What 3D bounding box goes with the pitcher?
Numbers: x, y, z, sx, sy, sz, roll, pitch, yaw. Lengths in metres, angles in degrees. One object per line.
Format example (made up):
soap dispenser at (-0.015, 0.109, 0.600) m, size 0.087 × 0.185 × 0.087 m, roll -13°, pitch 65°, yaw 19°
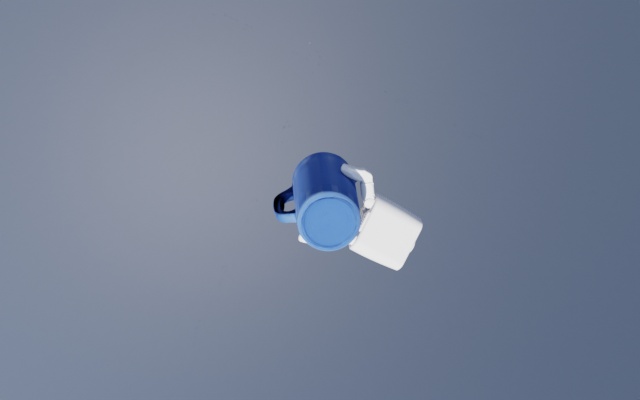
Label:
pitcher at (0.000, 0.003, 0.899) m, size 0.145 × 0.149 × 0.242 m, roll 27°, pitch 16°, yaw -10°
